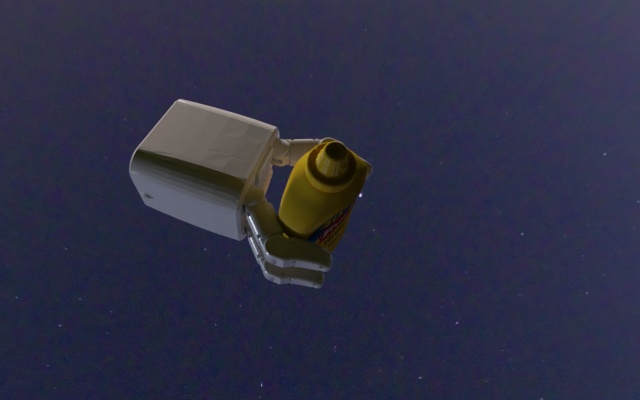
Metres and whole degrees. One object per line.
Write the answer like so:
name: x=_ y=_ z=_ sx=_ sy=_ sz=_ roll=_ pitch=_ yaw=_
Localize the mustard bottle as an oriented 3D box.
mustard bottle: x=0.000 y=0.002 z=0.445 sx=0.096 sy=0.058 sz=0.192 roll=-44 pitch=-13 yaw=-22
